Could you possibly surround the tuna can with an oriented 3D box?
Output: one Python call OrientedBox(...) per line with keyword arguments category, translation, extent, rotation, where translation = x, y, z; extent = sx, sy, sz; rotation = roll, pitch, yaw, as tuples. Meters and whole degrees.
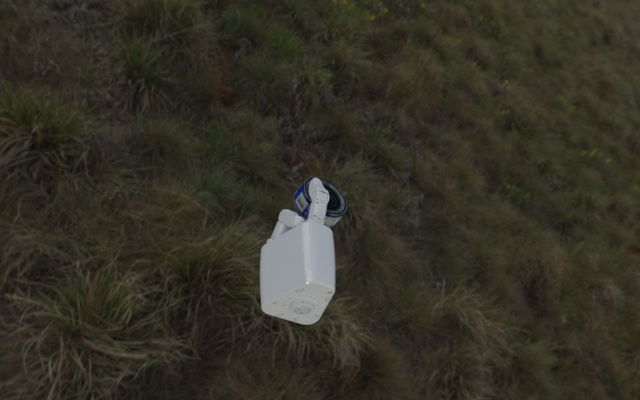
OrientedBox(category="tuna can", translation=(0.000, 0.002, 0.786), extent=(0.086, 0.086, 0.034), rotation=(0, -40, -42))
